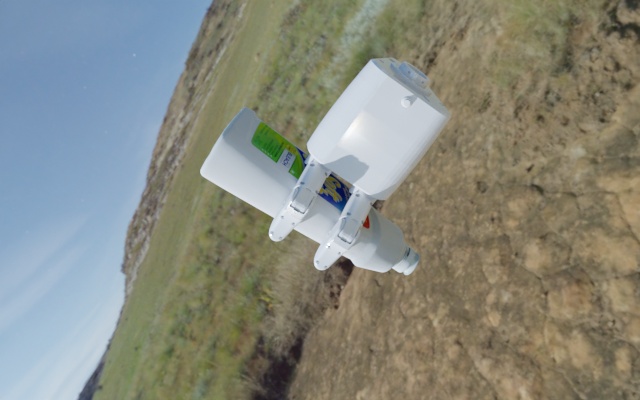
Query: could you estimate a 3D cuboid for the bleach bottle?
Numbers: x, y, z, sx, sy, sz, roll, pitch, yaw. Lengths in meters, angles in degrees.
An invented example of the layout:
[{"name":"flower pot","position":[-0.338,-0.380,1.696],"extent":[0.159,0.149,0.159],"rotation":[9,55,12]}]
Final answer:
[{"name":"bleach bottle","position":[0.000,0.002,0.523],"extent":[0.251,0.068,0.102],"rotation":[32,27,-11]}]
